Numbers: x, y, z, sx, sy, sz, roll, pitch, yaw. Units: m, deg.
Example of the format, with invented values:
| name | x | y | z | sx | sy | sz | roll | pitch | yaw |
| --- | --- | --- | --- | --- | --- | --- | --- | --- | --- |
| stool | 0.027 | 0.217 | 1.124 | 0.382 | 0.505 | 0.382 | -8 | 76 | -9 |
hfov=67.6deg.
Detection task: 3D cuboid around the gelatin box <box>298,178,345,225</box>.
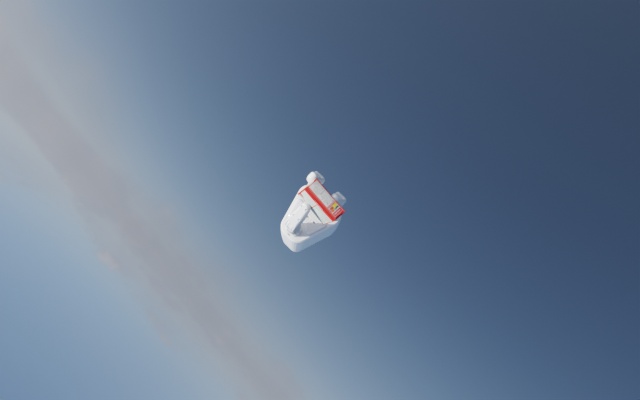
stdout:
| name | x | y | z | sx | sy | sz | roll | pitch | yaw |
| --- | --- | --- | --- | --- | --- | --- | --- | --- | --- |
| gelatin box | 0.000 | 0.003 | 0.810 | 0.030 | 0.073 | 0.089 | -41 | 3 | -11 |
